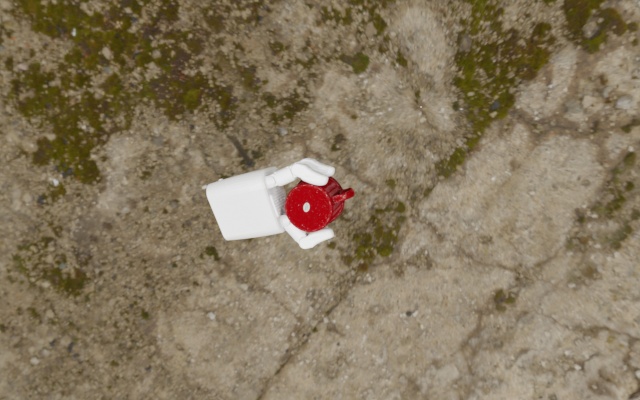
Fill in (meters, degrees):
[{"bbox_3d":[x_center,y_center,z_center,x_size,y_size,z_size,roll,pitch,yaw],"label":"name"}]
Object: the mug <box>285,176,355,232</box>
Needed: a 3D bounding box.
[{"bbox_3d":[0.001,0.002,0.798,0.117,0.093,0.081,-13,8,15],"label":"mug"}]
